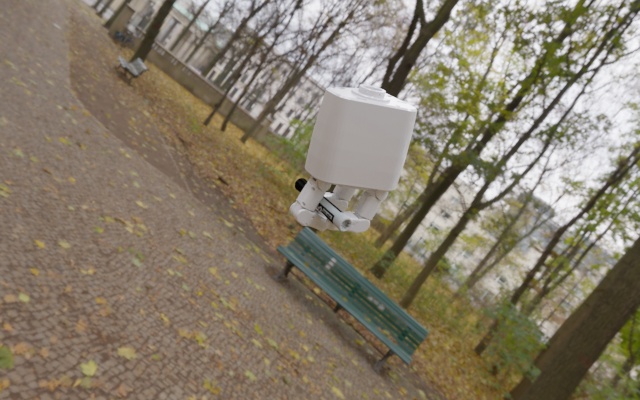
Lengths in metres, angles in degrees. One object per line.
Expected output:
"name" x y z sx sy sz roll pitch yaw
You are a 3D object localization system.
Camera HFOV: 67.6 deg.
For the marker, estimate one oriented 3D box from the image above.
"marker" 0.000 0.002 0.609 0.020 0.020 0.121 0 27 -34
